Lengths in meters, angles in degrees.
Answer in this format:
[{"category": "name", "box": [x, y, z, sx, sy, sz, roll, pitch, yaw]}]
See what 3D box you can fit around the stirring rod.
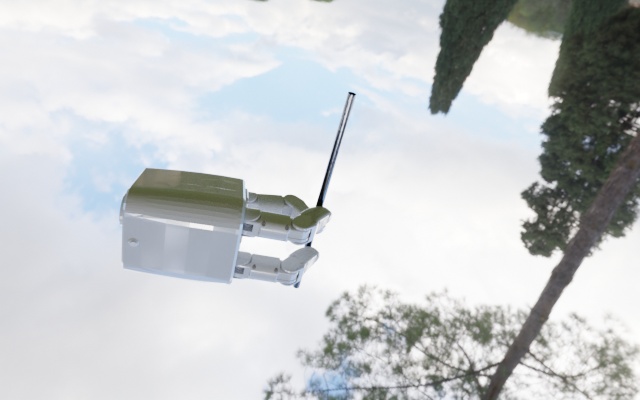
[{"category": "stirring rod", "box": [0.000, 0.001, 0.495, 0.011, 0.240, 0.011, 12, 32, -7]}]
